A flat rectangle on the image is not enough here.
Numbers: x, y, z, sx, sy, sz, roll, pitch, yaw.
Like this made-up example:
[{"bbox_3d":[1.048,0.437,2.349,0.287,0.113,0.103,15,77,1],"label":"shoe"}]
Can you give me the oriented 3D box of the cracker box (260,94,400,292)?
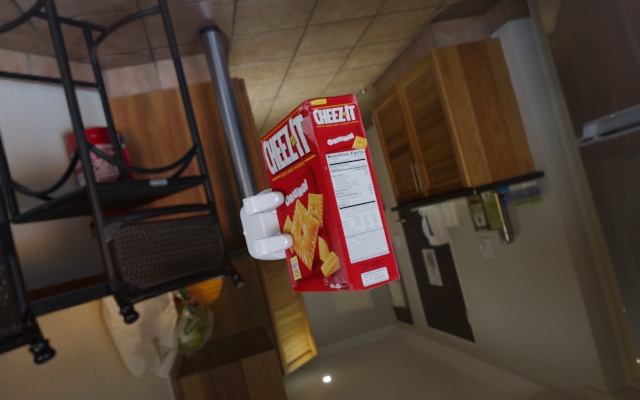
[{"bbox_3d":[0.000,0.002,0.581,0.072,0.213,0.164,-12,-4,-27],"label":"cracker box"}]
